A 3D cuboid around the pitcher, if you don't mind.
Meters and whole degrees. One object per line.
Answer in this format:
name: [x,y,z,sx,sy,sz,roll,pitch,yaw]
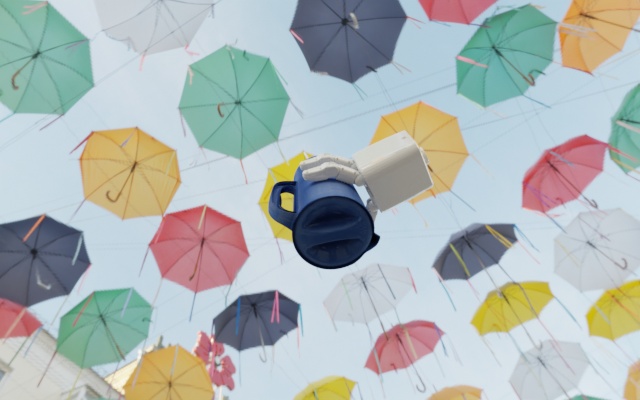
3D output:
pitcher: [0.000,0.003,0.855,0.145,0.149,0.242,-27,24,6]
